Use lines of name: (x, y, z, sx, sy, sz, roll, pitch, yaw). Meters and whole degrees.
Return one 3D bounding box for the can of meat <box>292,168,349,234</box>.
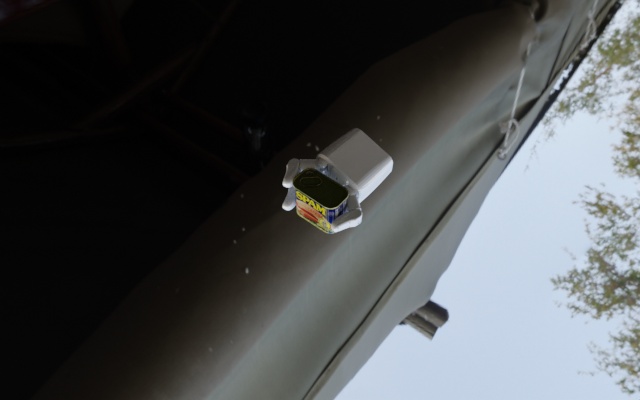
can of meat: (0.000, 0.003, 0.867, 0.102, 0.084, 0.057, 33, 59, 24)
